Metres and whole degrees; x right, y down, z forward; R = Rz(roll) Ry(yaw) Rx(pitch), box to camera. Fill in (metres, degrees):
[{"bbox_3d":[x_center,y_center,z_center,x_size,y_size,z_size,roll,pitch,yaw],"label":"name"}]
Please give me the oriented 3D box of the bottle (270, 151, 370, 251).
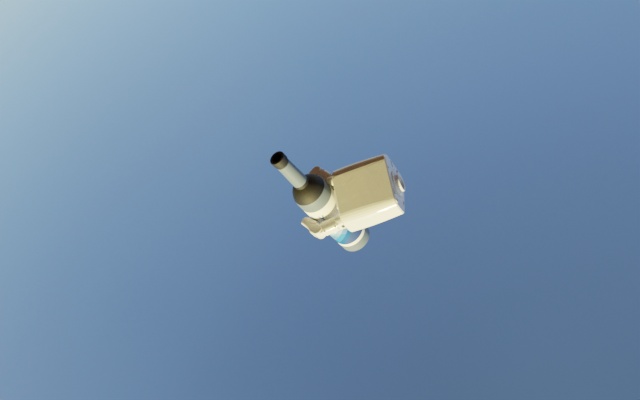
[{"bbox_3d":[0.000,0.003,0.894,0.069,0.069,0.296,0,-30,35],"label":"bottle"}]
